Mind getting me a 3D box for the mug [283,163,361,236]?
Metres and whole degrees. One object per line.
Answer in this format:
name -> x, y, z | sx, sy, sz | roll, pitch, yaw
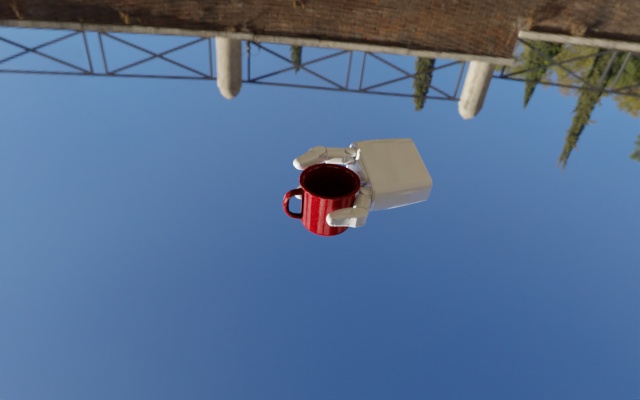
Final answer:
mug -> -0.001, 0.003, 0.738 | 0.117, 0.082, 0.093 | -8, 40, -16
